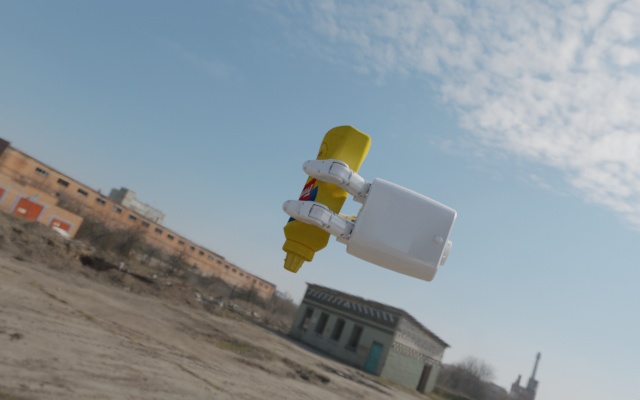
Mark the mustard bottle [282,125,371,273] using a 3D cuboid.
[{"bbox_3d":[0.000,0.002,0.611,0.058,0.191,0.096,27,-15,-15],"label":"mustard bottle"}]
